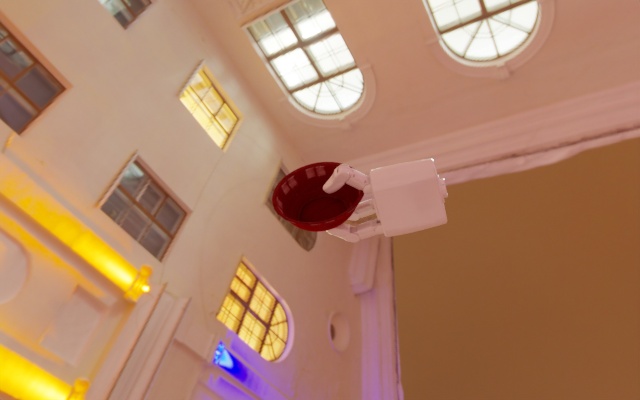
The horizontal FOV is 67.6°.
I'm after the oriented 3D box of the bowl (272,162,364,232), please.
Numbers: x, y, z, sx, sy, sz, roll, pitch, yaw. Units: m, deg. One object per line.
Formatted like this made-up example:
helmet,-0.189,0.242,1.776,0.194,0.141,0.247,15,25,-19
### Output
bowl,-0.001,0.003,0.831,0.162,0.055,0.162,-7,41,6
